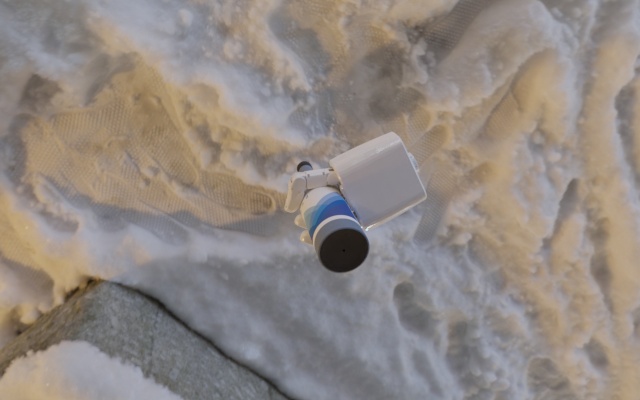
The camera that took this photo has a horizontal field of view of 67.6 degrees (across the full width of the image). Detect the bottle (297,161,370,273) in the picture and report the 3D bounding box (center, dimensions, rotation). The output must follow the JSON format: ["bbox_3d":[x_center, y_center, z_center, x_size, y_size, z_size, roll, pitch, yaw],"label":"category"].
[{"bbox_3d":[0.000,0.002,0.721,0.069,0.069,0.295,0,24,-13],"label":"bottle"}]
